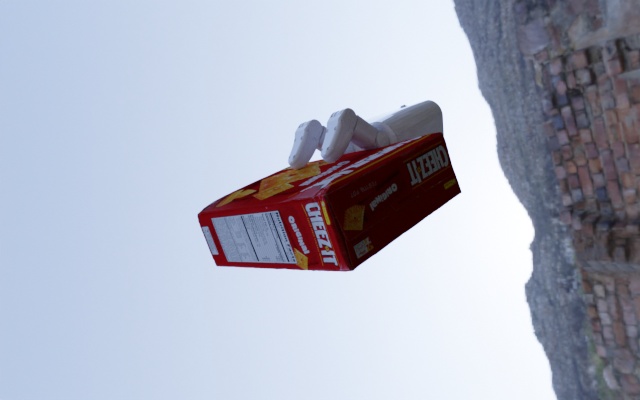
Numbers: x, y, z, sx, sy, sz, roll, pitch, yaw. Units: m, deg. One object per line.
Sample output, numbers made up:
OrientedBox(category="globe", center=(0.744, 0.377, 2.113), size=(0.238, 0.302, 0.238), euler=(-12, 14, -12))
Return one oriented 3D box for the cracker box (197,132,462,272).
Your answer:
OrientedBox(category="cracker box", center=(0.000, 0.002, 0.475), size=(0.164, 0.072, 0.214), euler=(-29, 13, -38))
